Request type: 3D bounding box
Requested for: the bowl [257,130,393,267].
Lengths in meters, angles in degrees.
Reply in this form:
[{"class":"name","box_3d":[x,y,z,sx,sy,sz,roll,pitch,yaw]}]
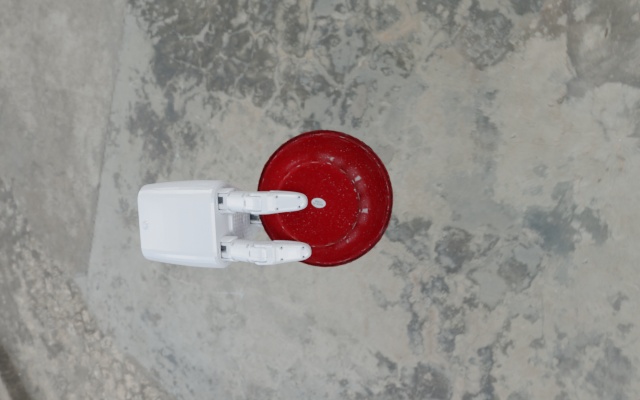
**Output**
[{"class":"bowl","box_3d":[0.001,0.001,0.532,0.162,0.162,0.055,0,6,8]}]
